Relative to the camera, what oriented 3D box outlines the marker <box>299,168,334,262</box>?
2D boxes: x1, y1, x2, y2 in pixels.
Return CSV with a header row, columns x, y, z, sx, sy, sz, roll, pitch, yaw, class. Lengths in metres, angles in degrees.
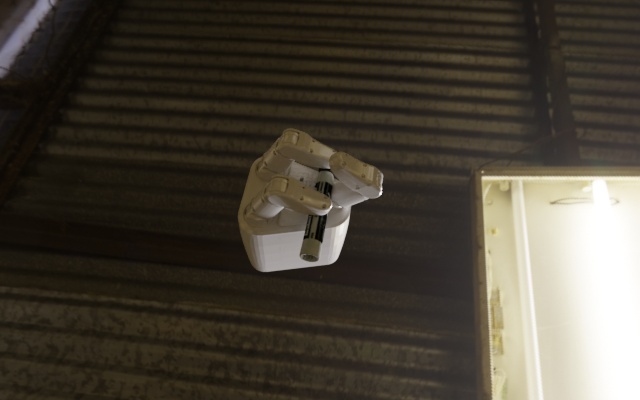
x,y,z,sx,sy,sz,roll,pitch,yaw,class
0.000,0.001,0.461,0.020,0.121,0.020,8,-32,5,marker
